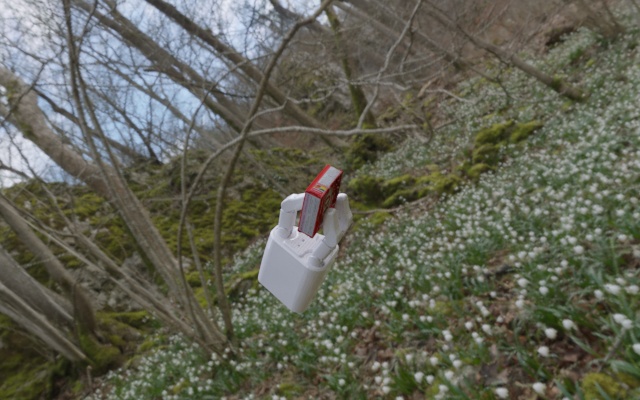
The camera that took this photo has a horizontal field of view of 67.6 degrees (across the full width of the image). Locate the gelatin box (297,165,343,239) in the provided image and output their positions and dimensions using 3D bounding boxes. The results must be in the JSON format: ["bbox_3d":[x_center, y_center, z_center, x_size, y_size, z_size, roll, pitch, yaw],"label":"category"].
[{"bbox_3d":[0.000,0.002,0.717,0.030,0.089,0.073,25,44,14],"label":"gelatin box"}]
